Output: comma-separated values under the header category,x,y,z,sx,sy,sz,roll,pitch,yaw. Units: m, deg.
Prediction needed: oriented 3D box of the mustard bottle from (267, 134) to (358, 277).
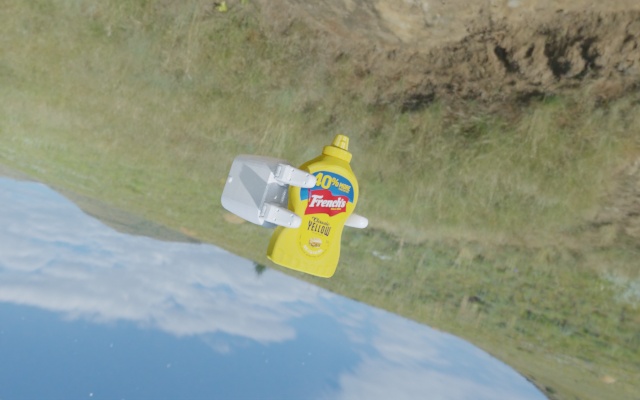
category,x,y,z,sx,sy,sz,roll,pitch,yaw
mustard bottle,0.000,0.002,0.652,0.096,0.191,0.058,19,-2,-21
